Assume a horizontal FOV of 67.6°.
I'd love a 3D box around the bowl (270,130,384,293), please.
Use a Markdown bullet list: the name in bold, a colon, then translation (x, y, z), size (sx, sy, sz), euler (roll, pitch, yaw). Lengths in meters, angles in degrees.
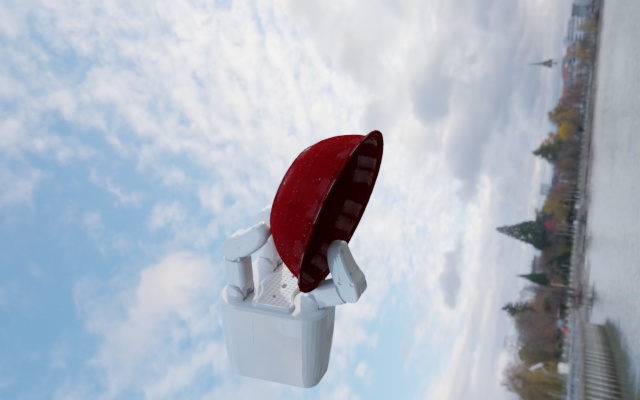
- **bowl**: translation (0.000, 0.000, 0.442), size (0.055, 0.162, 0.162), euler (26, 7, 16)
